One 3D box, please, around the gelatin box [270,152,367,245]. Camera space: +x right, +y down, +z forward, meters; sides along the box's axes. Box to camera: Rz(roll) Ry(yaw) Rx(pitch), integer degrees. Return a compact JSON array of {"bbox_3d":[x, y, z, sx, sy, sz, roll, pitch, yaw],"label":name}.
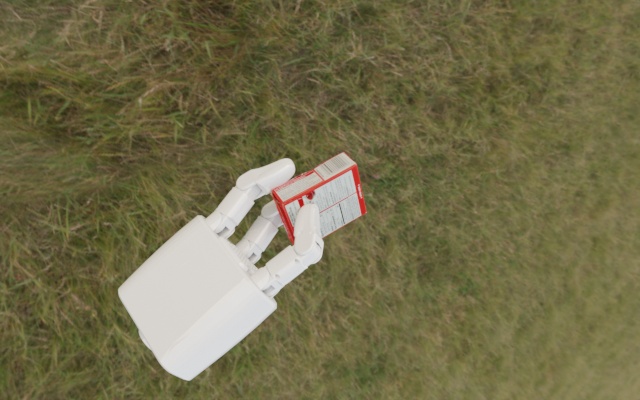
[{"bbox_3d":[0.001,0.002,0.496,0.089,0.073,0.030,-29,45,-12],"label":"gelatin box"}]
